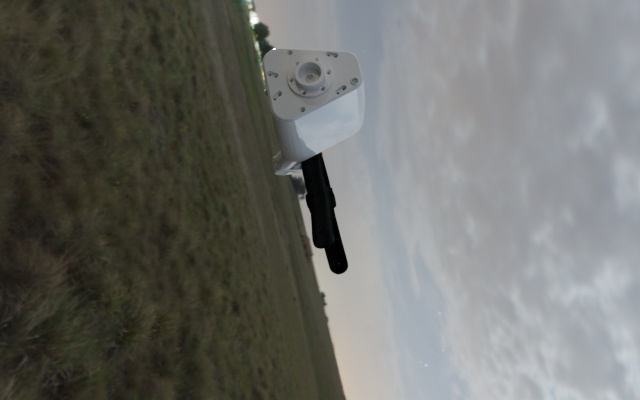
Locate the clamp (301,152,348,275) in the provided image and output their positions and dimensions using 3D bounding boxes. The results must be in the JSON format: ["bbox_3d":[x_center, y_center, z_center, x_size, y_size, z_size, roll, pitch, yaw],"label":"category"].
[{"bbox_3d":[0.001,0.002,0.596,0.039,0.171,0.120,-15,-18,0],"label":"clamp"}]
